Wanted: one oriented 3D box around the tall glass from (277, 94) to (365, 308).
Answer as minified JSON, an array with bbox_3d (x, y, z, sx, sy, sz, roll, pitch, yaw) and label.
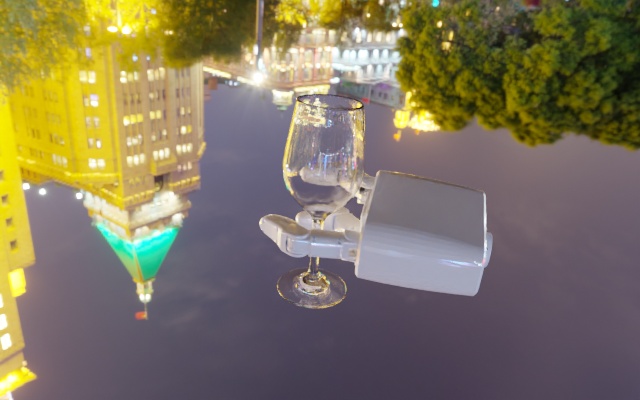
[{"bbox_3d":[0.000,0.002,0.469,0.079,0.201,0.079,4,23,-2],"label":"tall glass"}]
